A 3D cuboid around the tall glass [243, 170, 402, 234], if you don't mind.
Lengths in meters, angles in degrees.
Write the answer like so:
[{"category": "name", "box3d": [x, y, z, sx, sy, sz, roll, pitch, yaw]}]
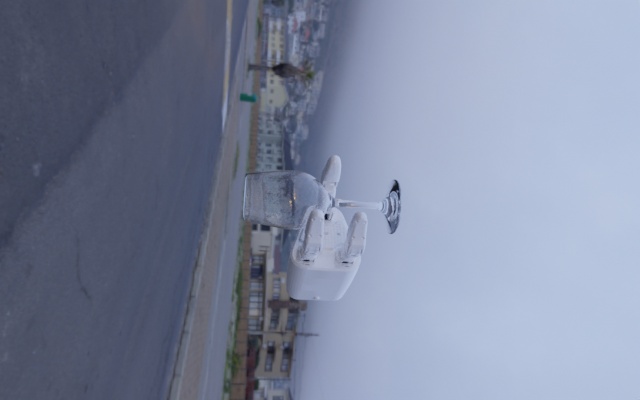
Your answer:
[{"category": "tall glass", "box3d": [0.001, 0.002, 0.632, 0.201, 0.079, 0.079, 4, -1, -8]}]
